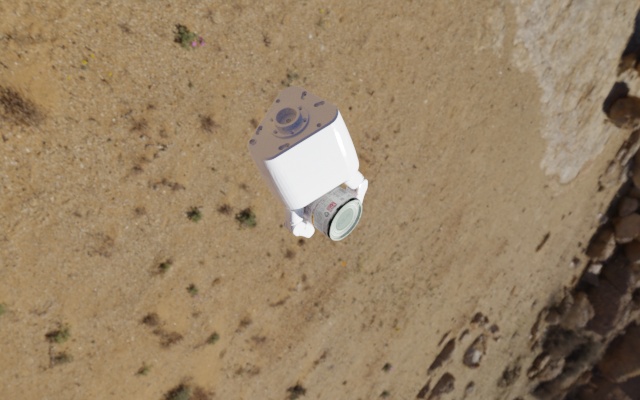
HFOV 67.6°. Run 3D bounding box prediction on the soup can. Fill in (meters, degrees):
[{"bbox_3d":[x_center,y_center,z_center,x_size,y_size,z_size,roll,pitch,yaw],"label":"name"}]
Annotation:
[{"bbox_3d":[0.000,0.003,0.673,0.102,0.068,0.068,35,20,32],"label":"soup can"}]
